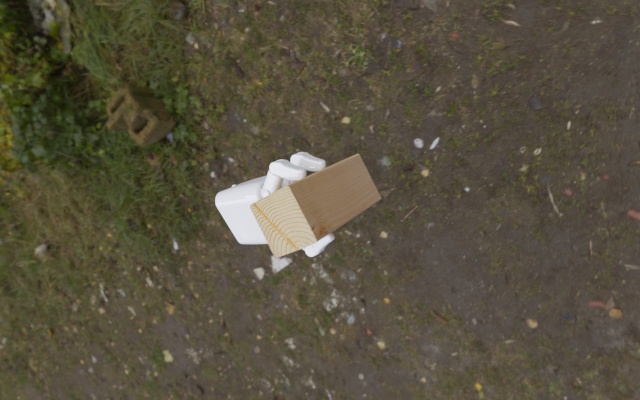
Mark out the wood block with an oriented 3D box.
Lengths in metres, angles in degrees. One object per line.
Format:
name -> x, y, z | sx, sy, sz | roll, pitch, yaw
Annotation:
wood block -> 0.000, 0.003, 0.761 | 0.090, 0.091, 0.206 | -25, 2, 38
